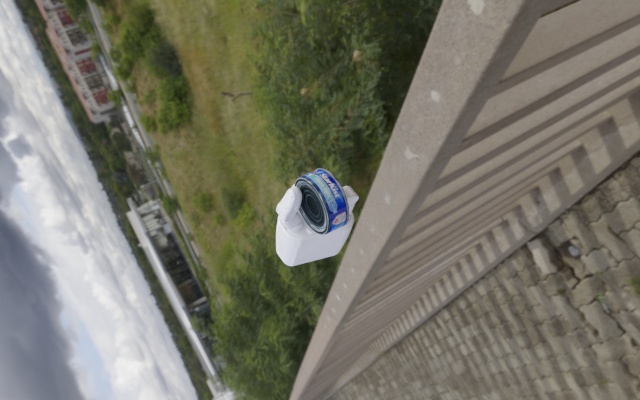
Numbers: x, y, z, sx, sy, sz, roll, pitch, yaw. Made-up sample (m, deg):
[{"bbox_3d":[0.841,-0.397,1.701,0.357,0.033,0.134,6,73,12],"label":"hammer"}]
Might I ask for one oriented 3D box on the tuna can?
[{"bbox_3d":[0.000,0.002,0.642,0.033,0.086,0.086,-25,11,-25],"label":"tuna can"}]
